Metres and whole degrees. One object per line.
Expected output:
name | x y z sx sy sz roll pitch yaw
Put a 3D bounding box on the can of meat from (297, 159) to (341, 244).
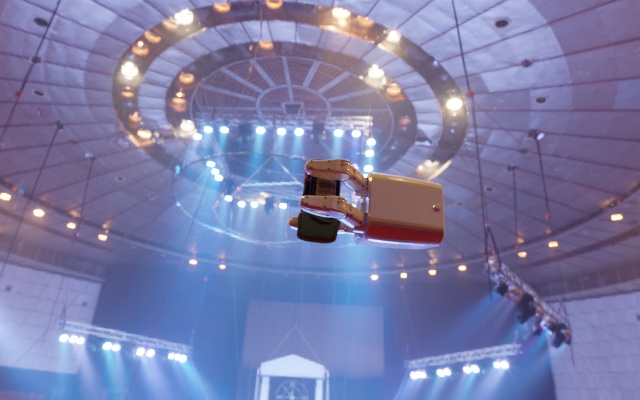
can of meat | 0.000 0.002 0.674 0.057 0.084 0.102 6 -27 -1
